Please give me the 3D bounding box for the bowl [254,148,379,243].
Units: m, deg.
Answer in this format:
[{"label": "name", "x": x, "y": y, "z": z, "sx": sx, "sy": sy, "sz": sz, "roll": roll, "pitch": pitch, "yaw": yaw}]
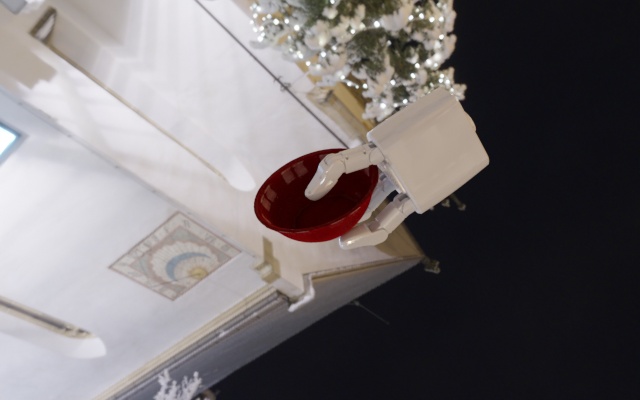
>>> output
[{"label": "bowl", "x": -0.001, "y": 0.003, "z": 0.604, "sx": 0.162, "sy": 0.055, "sz": 0.162, "roll": -13, "pitch": 37, "yaw": 10}]
